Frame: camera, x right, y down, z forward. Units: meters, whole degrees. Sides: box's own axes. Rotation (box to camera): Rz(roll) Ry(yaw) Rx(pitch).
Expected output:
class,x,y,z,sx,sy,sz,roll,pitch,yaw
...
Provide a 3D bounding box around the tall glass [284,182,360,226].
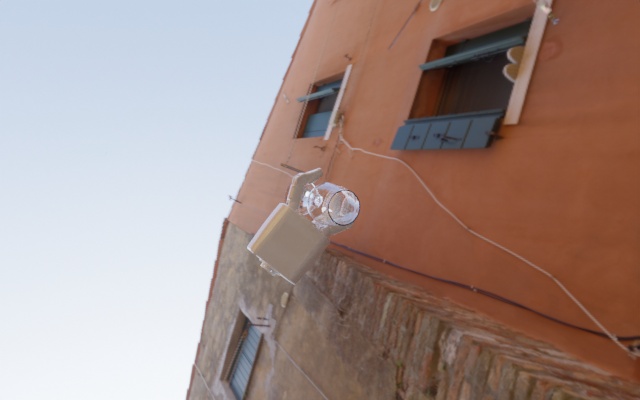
class,x,y,z,sx,sy,sz,roll,pitch,yaw
tall glass,0.000,0.003,0.897,0.079,0.079,0.201,0,5,-24
